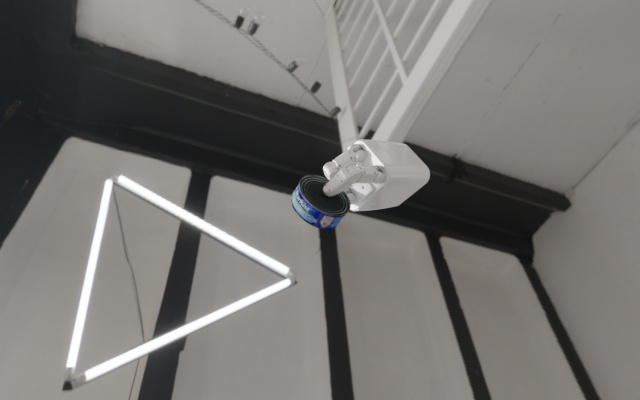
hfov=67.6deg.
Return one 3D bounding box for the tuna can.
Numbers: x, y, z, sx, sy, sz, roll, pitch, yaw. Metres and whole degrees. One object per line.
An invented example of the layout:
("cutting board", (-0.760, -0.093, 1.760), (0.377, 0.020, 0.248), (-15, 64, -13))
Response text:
("tuna can", (0.000, 0.003, 0.715), (0.086, 0.034, 0.086), (22, 35, -16))
